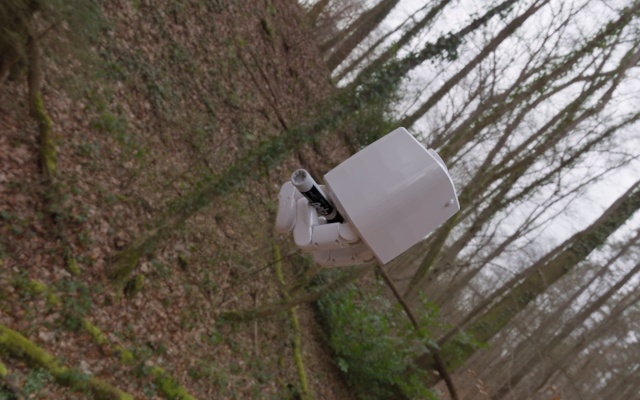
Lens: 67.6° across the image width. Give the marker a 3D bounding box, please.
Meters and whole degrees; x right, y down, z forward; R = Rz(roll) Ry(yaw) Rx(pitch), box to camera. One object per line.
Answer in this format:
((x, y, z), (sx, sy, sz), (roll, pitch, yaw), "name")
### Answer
((0.000, 0.002, 0.515), (0.020, 0.020, 0.121), (0, -24, 22), "marker")
